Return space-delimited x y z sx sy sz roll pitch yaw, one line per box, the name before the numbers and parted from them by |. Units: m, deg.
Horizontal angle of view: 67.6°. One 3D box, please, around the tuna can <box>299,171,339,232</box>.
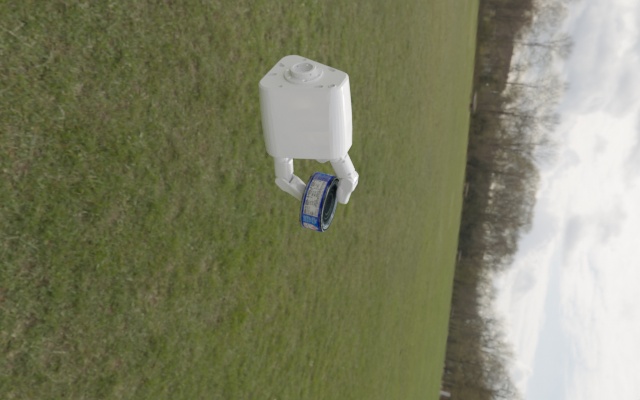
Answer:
tuna can | 0.001 0.002 0.702 0.034 0.086 0.086 14 4 15
